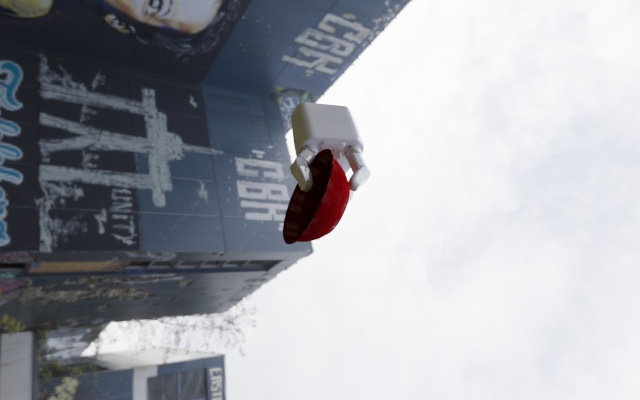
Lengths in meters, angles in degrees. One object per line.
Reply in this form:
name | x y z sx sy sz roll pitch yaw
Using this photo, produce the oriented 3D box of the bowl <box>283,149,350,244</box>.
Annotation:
bowl | 0.000 0.004 0.753 0.055 0.162 0.162 24 -8 -18
